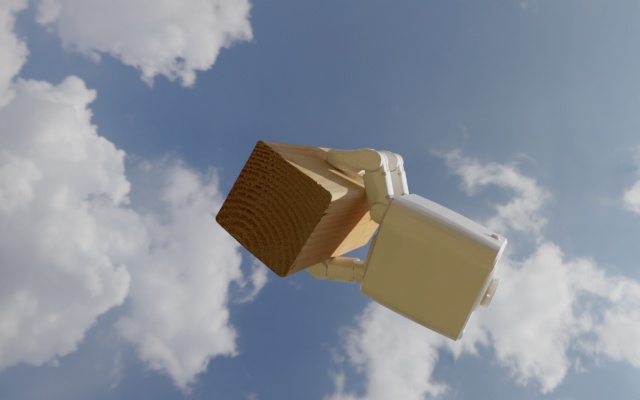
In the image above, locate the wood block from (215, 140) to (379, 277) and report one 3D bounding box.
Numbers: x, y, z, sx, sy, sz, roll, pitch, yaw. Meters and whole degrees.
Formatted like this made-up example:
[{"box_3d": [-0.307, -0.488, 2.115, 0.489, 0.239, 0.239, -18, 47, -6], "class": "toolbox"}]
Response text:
[{"box_3d": [0.000, 0.002, 0.504, 0.090, 0.091, 0.206, 37, 17, 19], "class": "wood block"}]
